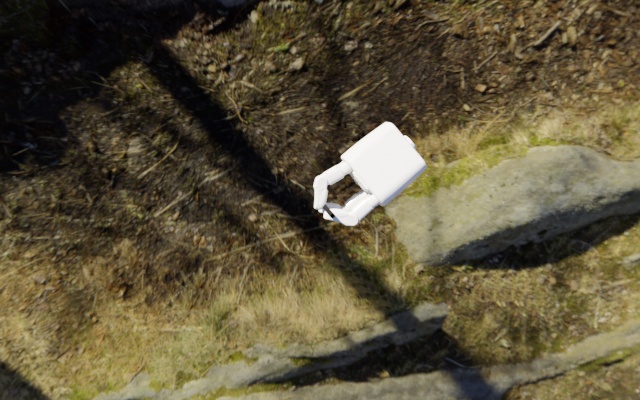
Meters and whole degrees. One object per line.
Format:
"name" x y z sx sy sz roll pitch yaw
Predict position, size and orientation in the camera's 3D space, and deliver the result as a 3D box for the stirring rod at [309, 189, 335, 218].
"stirring rod" 0.000 0.003 0.892 0.011 0.011 0.239 0 11 -10
